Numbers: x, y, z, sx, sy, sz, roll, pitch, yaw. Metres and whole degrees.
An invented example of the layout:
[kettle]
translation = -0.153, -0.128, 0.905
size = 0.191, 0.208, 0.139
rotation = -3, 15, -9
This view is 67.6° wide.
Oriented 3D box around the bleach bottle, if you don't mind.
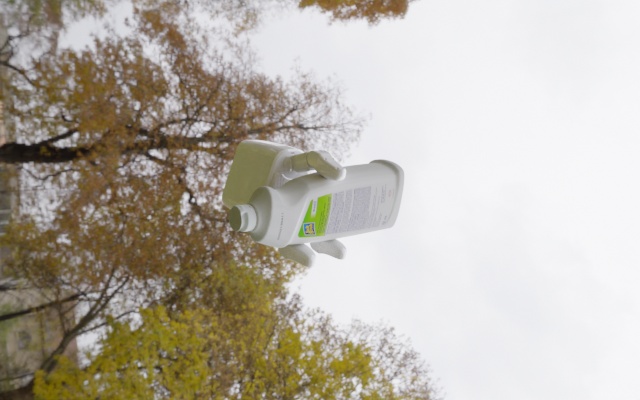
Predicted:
[bleach bottle]
translation = 0.000, 0.002, 0.613
size = 0.251, 0.102, 0.068
rotation = -6, 20, -40
